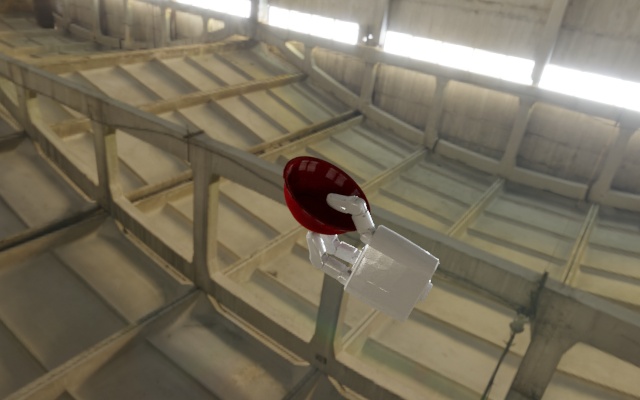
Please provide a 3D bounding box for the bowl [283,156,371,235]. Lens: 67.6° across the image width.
[{"bbox_3d":[-0.001,0.002,0.778,0.162,0.162,0.055,0,-41,-41],"label":"bowl"}]
